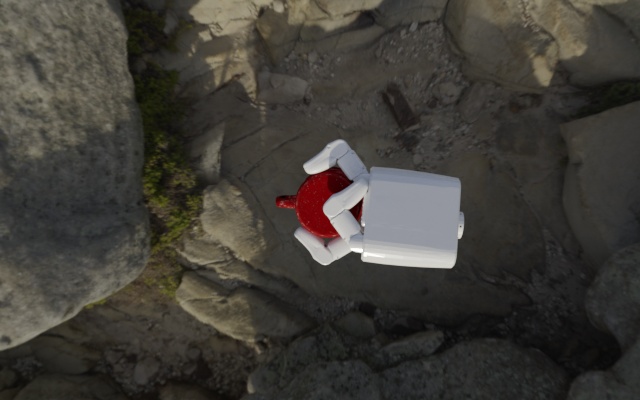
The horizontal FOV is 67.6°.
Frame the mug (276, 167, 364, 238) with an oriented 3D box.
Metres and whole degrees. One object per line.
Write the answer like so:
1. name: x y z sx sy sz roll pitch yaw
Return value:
1. mug: -0.001 0.002 0.616 0.117 0.093 0.081 4 4 5
